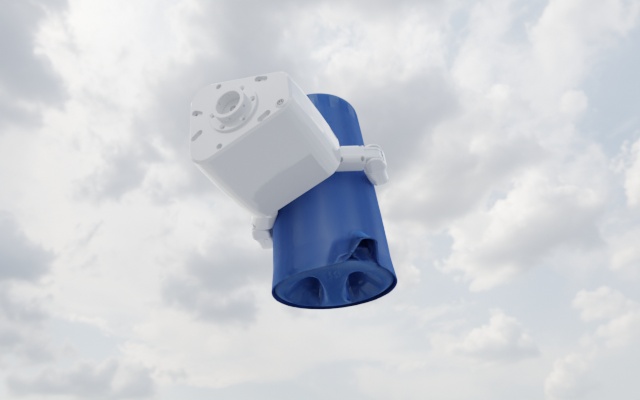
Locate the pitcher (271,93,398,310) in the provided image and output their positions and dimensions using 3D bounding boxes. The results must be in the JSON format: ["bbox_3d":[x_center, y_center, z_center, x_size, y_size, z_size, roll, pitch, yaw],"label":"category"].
[{"bbox_3d":[0.000,0.002,0.568,0.149,0.242,0.145,-17,-33,17],"label":"pitcher"}]
